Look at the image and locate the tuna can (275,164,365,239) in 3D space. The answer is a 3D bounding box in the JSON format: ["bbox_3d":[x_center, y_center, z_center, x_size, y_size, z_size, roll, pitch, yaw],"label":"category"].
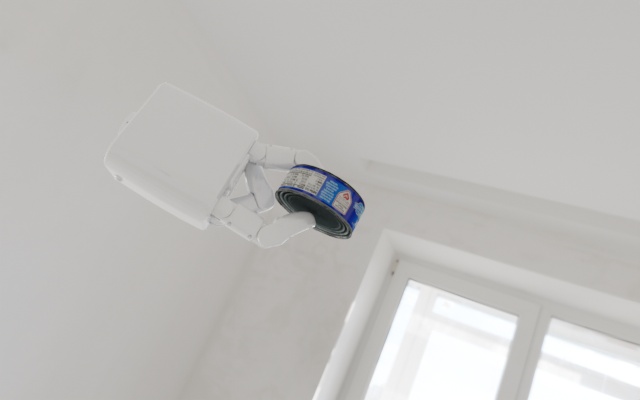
[{"bbox_3d":[0.000,0.001,0.472,0.086,0.033,0.086,27,-19,10],"label":"tuna can"}]
